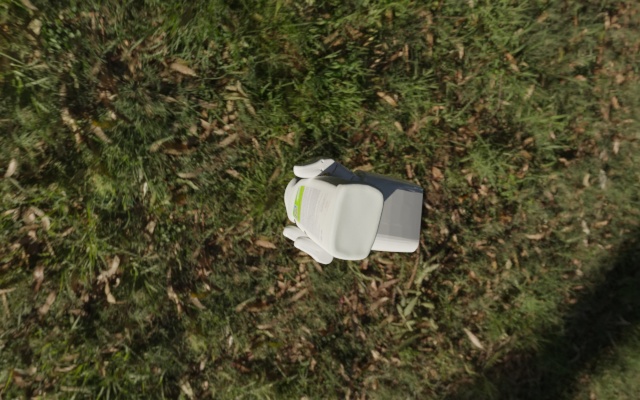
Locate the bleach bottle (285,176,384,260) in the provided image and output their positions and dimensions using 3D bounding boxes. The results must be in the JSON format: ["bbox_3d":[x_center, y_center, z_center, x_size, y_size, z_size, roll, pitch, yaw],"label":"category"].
[{"bbox_3d":[0.000,0.002,0.693,0.068,0.102,0.250,9,9,-23],"label":"bleach bottle"}]
